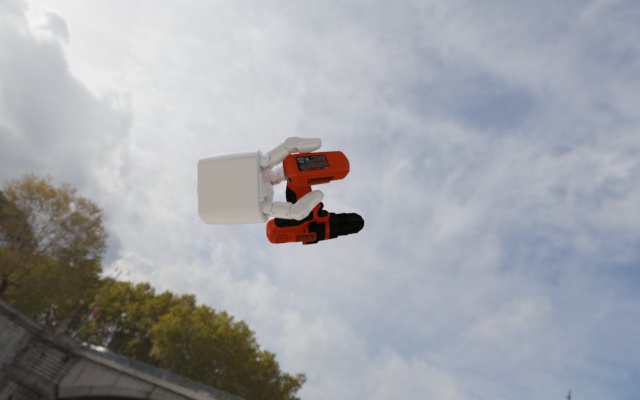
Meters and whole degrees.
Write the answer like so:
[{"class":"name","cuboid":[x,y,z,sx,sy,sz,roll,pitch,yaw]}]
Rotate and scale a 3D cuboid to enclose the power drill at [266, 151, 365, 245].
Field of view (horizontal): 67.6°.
[{"class":"power drill","cuboid":[0.000,0.002,0.825,0.184,0.188,0.057,-7,46,-15]}]
